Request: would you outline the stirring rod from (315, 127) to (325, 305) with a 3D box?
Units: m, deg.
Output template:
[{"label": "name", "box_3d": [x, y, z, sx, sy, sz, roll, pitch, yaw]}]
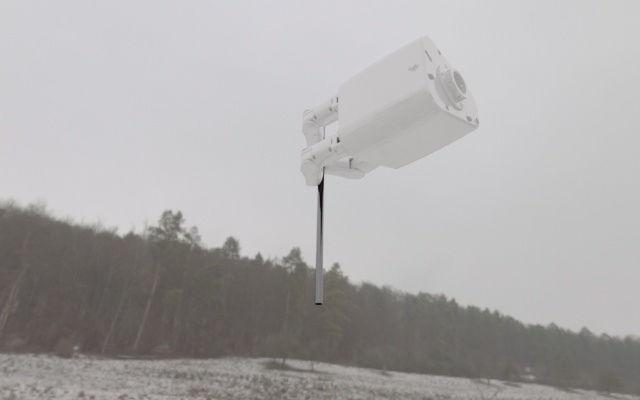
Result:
[{"label": "stirring rod", "box_3d": [0.000, 0.002, 0.551, 0.011, 0.239, 0.011, 1, -29, 0]}]
